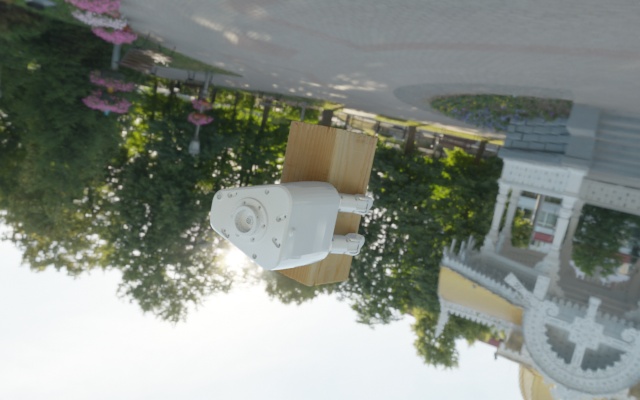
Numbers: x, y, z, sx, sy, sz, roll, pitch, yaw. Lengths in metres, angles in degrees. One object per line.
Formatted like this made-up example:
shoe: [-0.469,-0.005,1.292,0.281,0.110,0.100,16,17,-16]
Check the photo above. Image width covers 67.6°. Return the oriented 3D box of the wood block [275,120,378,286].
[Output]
wood block: [0.000,0.002,0.663,0.091,0.206,0.090,18,10,39]
